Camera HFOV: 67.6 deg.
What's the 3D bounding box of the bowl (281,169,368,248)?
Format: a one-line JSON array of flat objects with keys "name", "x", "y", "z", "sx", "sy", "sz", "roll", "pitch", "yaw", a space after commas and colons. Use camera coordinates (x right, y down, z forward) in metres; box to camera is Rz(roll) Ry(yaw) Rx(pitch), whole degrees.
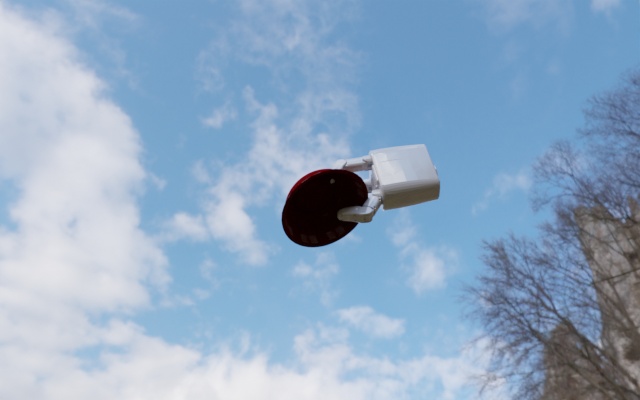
[{"name": "bowl", "x": -0.001, "y": 0.003, "z": 0.831, "sx": 0.162, "sy": 0.162, "sz": 0.055, "roll": 0, "pitch": 33, "yaw": -28}]
